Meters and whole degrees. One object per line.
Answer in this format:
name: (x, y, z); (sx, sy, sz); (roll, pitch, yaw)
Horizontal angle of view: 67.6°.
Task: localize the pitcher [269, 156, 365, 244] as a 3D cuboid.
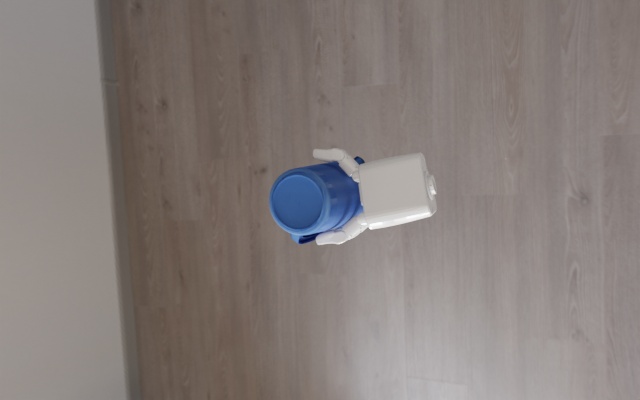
pitcher: (0.000, 0.003, 0.862); (0.145, 0.149, 0.243); (-10, 1, 21)
